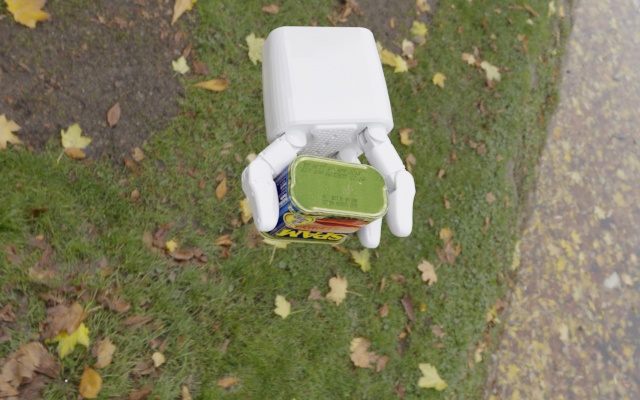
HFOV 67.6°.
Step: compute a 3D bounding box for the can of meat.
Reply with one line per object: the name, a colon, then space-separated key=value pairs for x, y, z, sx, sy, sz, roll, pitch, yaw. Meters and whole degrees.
can of meat: x=0.000 y=0.001 z=0.442 sx=0.102 sy=0.057 sz=0.084 roll=6 pitch=-22 yaw=-26
